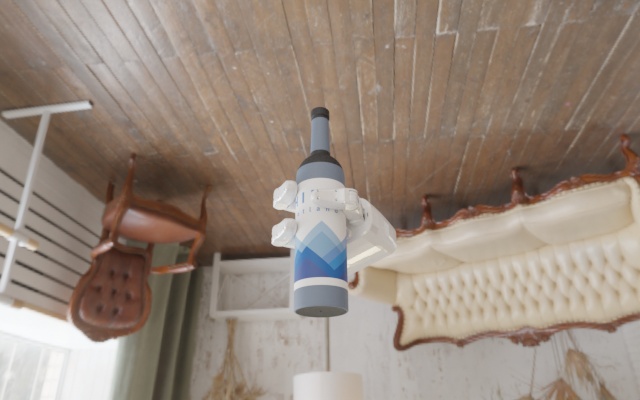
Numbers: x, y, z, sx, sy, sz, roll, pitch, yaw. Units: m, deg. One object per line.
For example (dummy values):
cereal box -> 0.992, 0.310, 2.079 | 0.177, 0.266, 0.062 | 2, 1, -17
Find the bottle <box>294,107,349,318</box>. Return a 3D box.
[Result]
bottle -> 0.000, 0.002, 0.640 | 0.069, 0.295, 0.069 | 0, -26, 0
